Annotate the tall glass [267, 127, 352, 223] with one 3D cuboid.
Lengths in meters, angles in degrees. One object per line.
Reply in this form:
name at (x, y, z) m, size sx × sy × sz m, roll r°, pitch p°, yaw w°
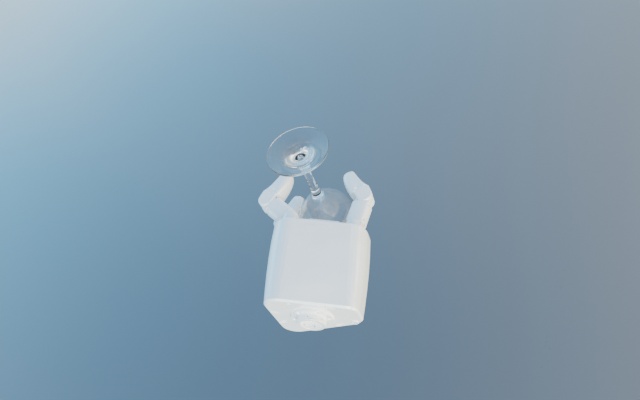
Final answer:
tall glass at (0.000, 0.001, 0.615) m, size 0.079 × 0.079 × 0.201 m, roll 0°, pitch -36°, yaw 19°
